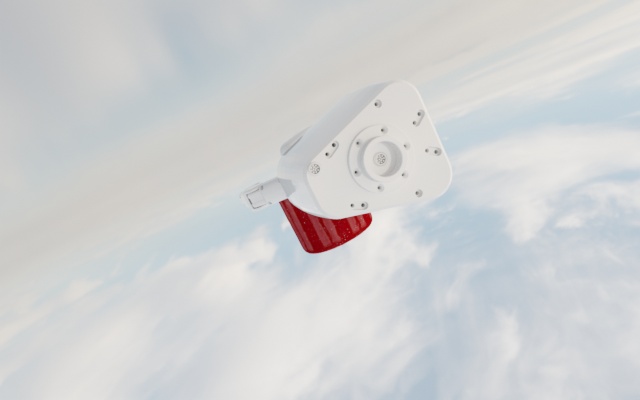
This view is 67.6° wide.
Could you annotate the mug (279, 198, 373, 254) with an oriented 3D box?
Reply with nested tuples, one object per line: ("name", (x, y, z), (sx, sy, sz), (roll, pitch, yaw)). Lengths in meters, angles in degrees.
("mug", (0.000, 0.002, 0.513), (0.093, 0.081, 0.117), (-28, 10, -9))
